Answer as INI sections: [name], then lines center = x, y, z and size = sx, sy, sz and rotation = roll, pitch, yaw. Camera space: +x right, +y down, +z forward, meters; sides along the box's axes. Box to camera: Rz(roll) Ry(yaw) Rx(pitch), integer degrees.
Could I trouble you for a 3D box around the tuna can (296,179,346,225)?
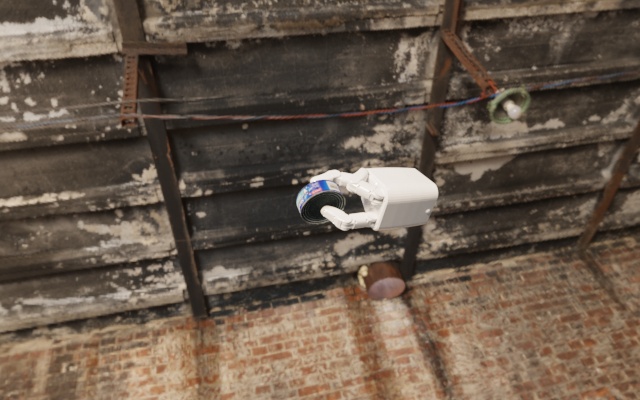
[tuna can]
center = 0.000, 0.002, 0.870
size = 0.086, 0.033, 0.086
rotation = -14, -41, -12
